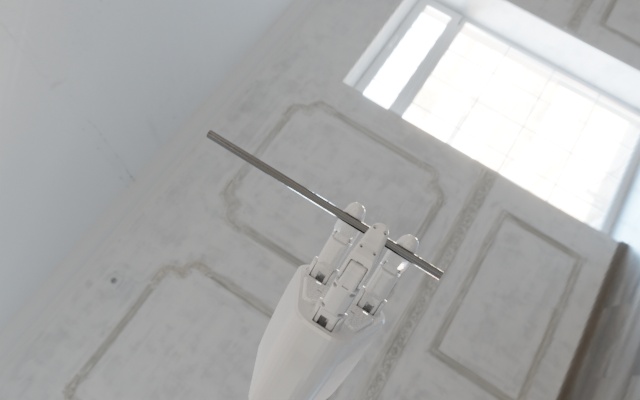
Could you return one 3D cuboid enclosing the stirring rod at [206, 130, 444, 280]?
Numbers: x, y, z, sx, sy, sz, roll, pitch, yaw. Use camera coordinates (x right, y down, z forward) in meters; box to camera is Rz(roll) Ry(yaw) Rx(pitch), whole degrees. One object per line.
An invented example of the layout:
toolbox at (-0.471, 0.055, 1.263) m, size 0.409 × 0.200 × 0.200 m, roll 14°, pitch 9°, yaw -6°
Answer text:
stirring rod at (0.000, 0.001, 0.419) m, size 0.239 × 0.011 × 0.011 m, roll 32°, pitch 5°, yaw 8°
